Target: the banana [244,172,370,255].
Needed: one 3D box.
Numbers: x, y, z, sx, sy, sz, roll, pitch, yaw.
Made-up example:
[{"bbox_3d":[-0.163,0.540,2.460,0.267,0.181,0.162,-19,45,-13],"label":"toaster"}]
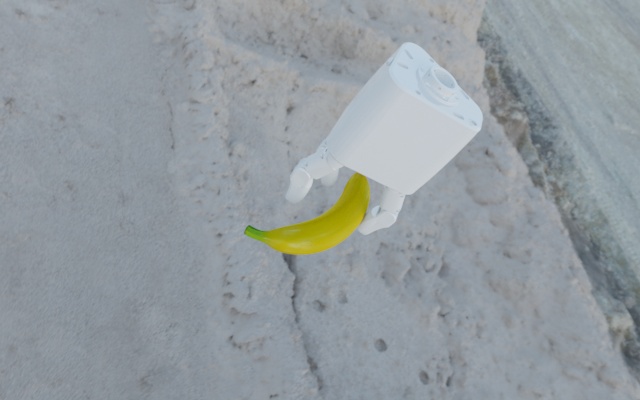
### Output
[{"bbox_3d":[0.009,0.017,0.548,0.197,0.069,0.037,-26,-20,-43],"label":"banana"}]
